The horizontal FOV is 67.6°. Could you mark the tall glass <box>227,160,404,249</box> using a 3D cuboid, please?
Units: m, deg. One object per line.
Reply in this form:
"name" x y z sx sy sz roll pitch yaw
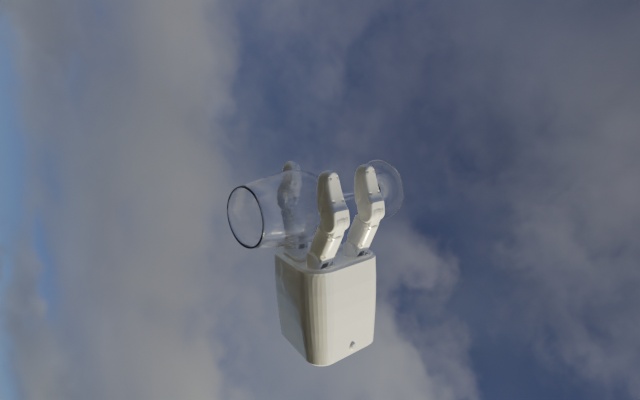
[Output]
"tall glass" 0.001 0.001 0.522 0.201 0.079 0.079 -11 7 -42
